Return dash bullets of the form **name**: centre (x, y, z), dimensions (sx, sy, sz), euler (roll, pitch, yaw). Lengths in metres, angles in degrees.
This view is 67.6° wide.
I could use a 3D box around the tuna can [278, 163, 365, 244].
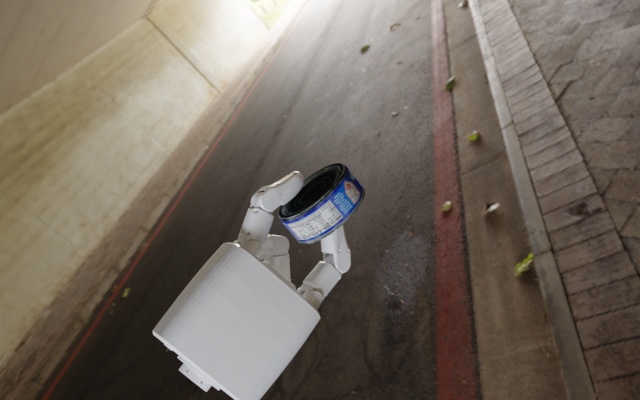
- **tuna can**: centre (0.000, 0.001, 0.475), dimensions (0.086, 0.034, 0.086), euler (-34, 20, 14)
